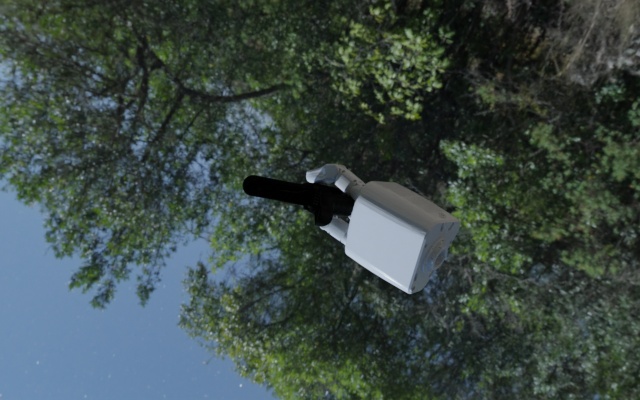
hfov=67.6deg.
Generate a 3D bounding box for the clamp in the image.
[{"bbox_3d":[0.000,0.002,0.592,0.120,0.039,0.171,32,19,34],"label":"clamp"}]
